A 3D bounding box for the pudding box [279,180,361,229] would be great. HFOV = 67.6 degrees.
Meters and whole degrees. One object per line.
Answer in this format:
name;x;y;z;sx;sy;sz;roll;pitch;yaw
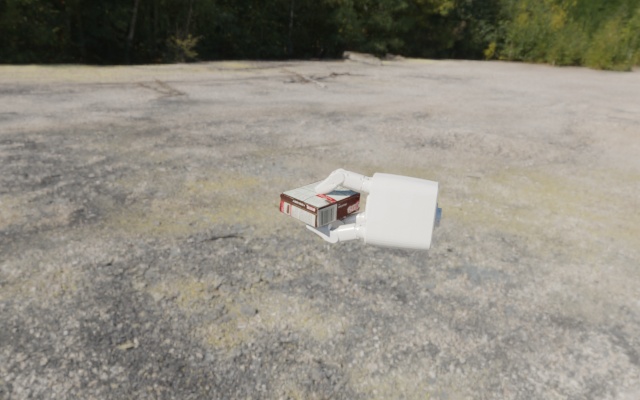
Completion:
pudding box;0.000;0.003;0.818;0.090;0.039;0.113;21;26;38
